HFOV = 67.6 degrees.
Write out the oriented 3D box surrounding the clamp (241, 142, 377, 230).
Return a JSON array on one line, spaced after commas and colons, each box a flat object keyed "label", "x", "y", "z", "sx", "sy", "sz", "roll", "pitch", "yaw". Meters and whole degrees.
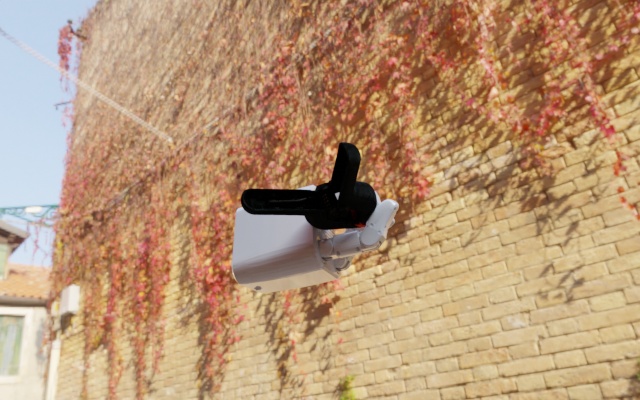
[{"label": "clamp", "x": 0.000, "y": 0.001, "z": 0.487, "sx": 0.120, "sy": 0.039, "sz": 0.171, "roll": -16, "pitch": -25, "yaw": 13}]
